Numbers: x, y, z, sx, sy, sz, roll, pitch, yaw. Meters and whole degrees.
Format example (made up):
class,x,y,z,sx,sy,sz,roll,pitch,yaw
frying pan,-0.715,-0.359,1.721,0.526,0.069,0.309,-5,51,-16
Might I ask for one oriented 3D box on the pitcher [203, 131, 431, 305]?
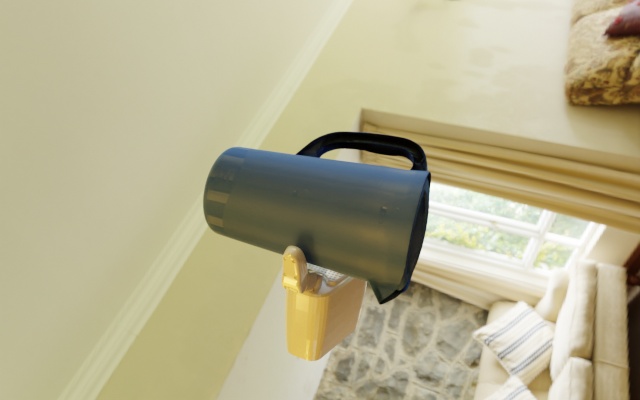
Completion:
class,x,y,z,sx,sy,sz,roll,pitch,yaw
pitcher,0.000,0.002,0.543,0.243,0.145,0.149,13,27,17
